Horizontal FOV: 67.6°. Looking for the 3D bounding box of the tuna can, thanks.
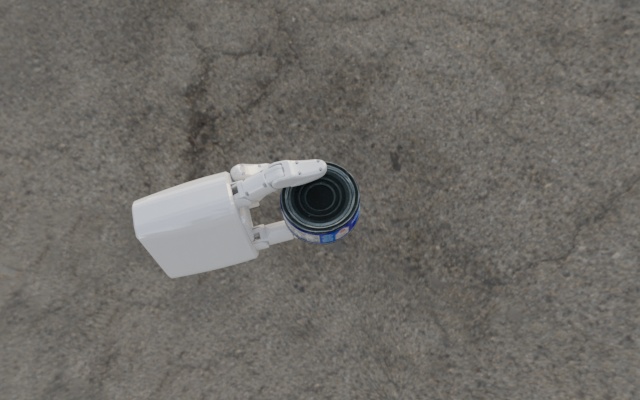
[{"bbox_3d":[0.000,0.001,0.510,0.086,0.086,0.034,0,-25,3],"label":"tuna can"}]
